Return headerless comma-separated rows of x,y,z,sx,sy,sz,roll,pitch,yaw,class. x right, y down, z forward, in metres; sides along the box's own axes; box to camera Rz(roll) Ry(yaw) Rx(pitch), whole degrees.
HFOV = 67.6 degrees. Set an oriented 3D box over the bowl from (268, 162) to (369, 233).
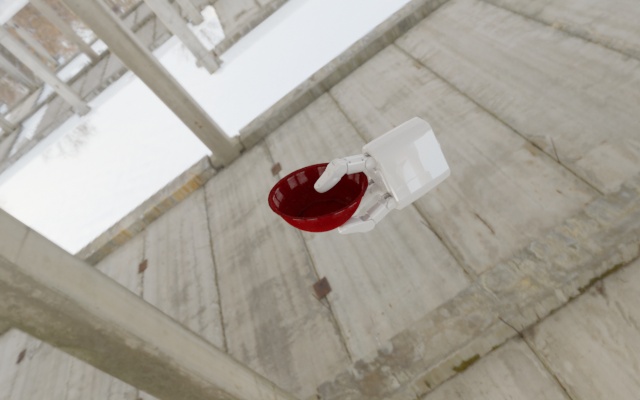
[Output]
-0.001,0.003,0.766,0.162,0.055,0.162,-9,33,6,bowl
